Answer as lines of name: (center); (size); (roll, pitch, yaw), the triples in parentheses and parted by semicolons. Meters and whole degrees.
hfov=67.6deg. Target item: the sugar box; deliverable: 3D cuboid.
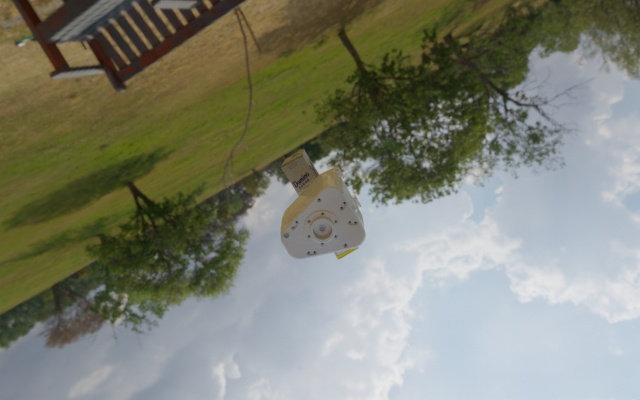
sugar box: (0.001, 0.002, 0.788); (0.048, 0.176, 0.093); (-28, 11, 6)
